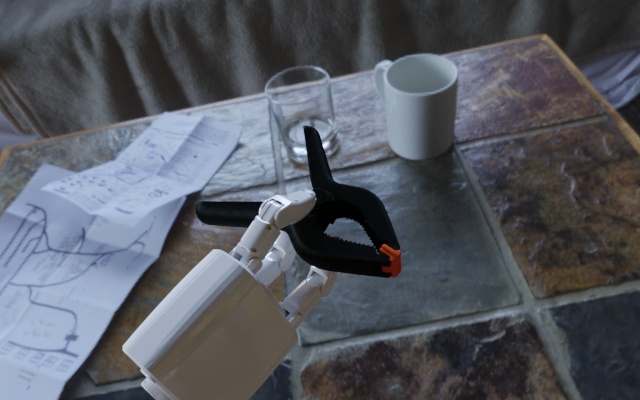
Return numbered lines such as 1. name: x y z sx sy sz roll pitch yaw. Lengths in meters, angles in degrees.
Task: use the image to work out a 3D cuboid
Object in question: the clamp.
1. clamp: 0.000 0.001 0.469 0.210 0.036 0.164 26 59 31
